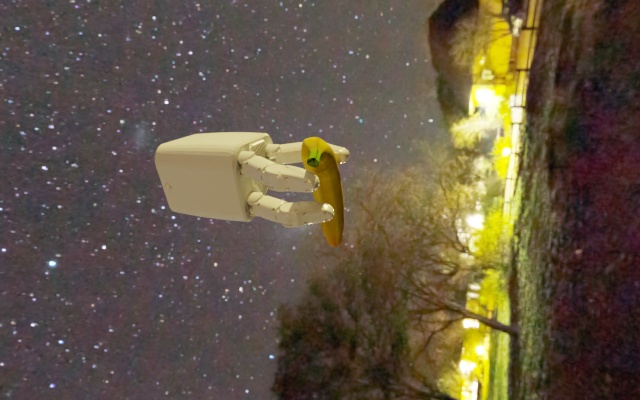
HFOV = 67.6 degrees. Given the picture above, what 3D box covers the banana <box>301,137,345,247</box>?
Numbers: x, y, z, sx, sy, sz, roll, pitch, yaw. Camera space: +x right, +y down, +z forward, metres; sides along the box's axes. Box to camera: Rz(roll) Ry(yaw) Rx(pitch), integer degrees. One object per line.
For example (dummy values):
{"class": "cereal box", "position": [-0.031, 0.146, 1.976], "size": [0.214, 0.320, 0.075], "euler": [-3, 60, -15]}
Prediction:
{"class": "banana", "position": [0.003, -0.016, 0.573], "size": [0.037, 0.069, 0.198], "euler": [4, -30, 14]}
